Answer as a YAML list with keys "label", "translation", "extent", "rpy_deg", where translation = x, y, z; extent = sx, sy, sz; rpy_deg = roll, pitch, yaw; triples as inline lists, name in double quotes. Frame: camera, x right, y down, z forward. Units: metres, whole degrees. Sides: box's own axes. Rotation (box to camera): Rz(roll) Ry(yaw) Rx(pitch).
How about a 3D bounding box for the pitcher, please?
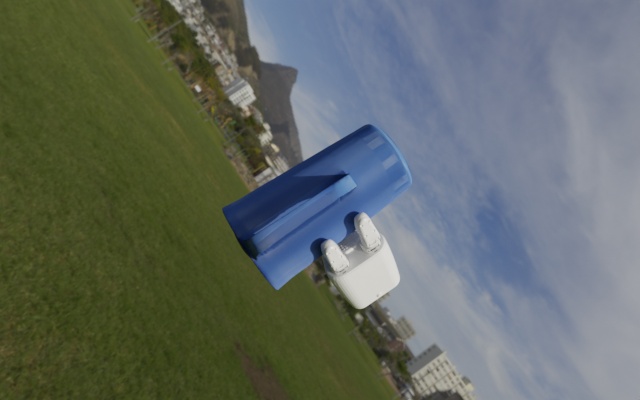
- label: "pitcher"
  translation: [0.000, 0.002, 0.644]
  extent: [0.243, 0.145, 0.149]
  rpy_deg: [-34, 43, -4]
